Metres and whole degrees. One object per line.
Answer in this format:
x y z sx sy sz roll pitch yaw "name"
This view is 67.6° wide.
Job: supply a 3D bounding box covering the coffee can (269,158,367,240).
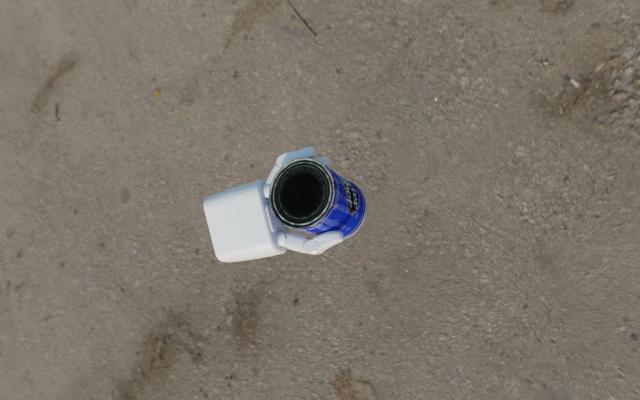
0.000 0.002 0.726 0.103 0.103 0.140 0 -11 24 "coffee can"
